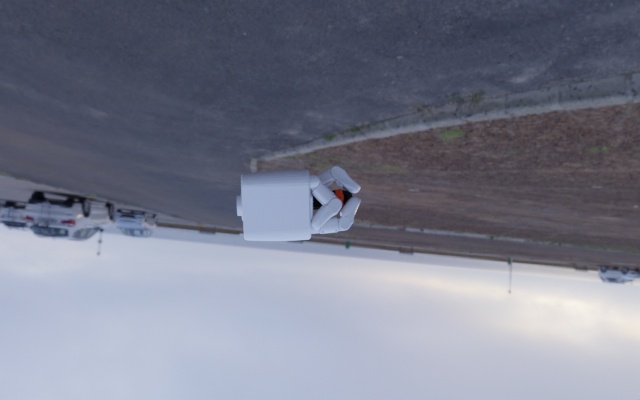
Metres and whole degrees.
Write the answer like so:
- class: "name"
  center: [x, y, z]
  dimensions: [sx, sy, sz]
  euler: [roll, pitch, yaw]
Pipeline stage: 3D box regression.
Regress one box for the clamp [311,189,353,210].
- class: "clamp"
  center: [0.000, 0.003, 0.852]
  dimensions: [0.120, 0.039, 0.171]
  euler: [-11, -5, -6]
